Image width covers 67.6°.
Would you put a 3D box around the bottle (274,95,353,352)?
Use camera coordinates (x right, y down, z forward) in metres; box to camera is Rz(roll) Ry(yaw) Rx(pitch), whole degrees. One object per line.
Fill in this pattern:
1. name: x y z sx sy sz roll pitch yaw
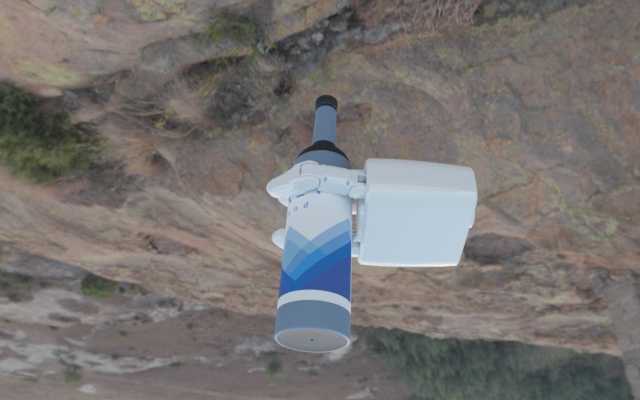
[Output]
1. bottle: 0.000 0.002 0.499 0.069 0.295 0.069 2 -34 2
